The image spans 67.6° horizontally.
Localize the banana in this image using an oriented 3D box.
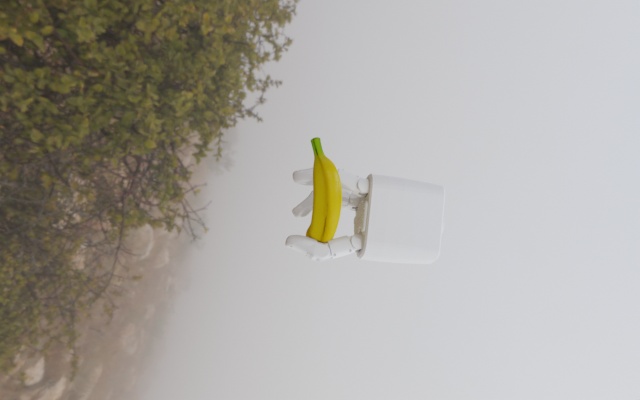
[{"bbox_3d":[0.003,0.013,0.626,0.037,0.069,0.198,-3,-43,-9],"label":"banana"}]
